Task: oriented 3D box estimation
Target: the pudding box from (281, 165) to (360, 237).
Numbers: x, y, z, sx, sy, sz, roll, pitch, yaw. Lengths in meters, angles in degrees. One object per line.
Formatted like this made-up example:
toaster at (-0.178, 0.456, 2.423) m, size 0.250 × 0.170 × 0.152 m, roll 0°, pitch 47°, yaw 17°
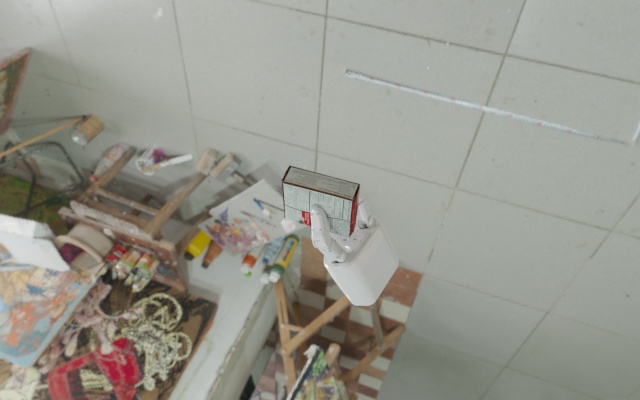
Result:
pudding box at (0.000, 0.003, 0.716) m, size 0.113 × 0.039 × 0.090 m, roll 14°, pitch -40°, yaw 11°
